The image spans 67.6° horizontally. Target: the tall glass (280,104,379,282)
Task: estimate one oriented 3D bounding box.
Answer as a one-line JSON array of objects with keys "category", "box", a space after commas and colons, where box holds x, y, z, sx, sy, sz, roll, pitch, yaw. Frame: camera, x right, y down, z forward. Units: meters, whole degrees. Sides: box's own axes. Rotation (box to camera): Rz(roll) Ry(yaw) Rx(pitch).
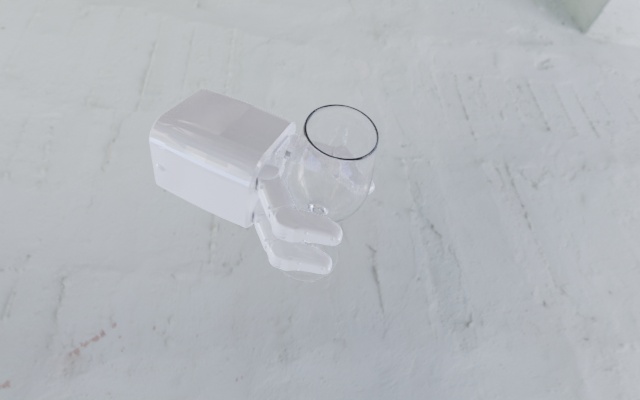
[{"category": "tall glass", "box": [0.000, 0.002, 0.462, 0.079, 0.079, 0.201, 0, -35, -13]}]
